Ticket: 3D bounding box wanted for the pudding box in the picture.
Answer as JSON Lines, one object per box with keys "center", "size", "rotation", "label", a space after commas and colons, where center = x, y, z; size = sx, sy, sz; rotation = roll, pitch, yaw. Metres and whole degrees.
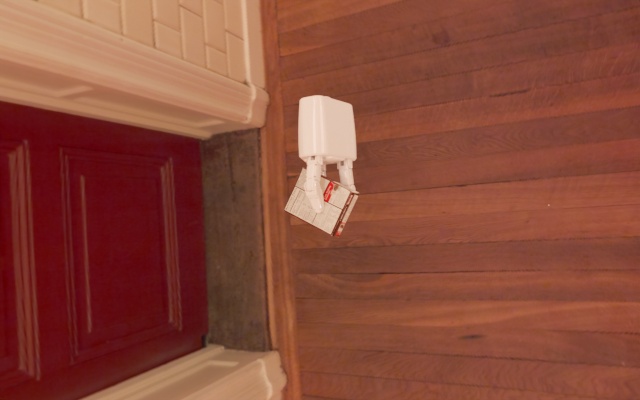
{"center": [0.000, 0.003, 0.863], "size": [0.113, 0.090, 0.039], "rotation": [27, 6, 26], "label": "pudding box"}
